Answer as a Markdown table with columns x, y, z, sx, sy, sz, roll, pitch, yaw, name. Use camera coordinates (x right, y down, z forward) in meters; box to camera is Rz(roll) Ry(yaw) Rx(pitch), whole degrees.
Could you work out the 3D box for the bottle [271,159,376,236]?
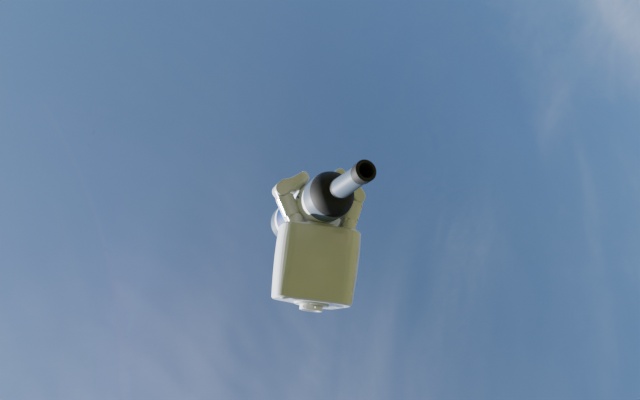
| x | y | z | sx | sy | sz | roll | pitch | yaw | name |
| --- | --- | --- | --- | --- | --- | --- | --- | --- | --- |
| 0.000 | 0.002 | 0.689 | 0.069 | 0.069 | 0.296 | 0 | -15 | -22 | bottle |
